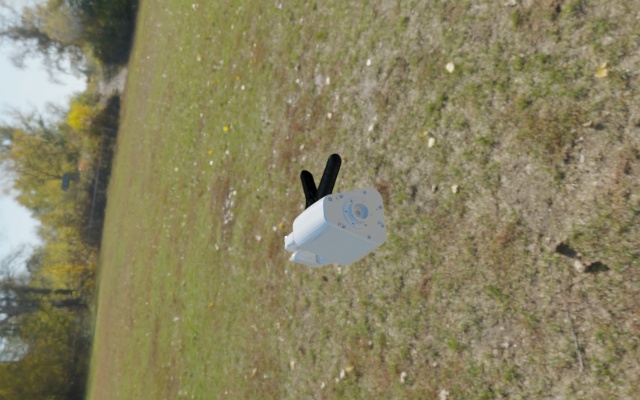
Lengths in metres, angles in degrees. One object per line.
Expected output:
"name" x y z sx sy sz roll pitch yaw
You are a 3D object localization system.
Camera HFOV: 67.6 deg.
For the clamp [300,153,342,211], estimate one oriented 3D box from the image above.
"clamp" 0.000 0.003 0.833 0.039 0.171 0.120 8 -25 -24
